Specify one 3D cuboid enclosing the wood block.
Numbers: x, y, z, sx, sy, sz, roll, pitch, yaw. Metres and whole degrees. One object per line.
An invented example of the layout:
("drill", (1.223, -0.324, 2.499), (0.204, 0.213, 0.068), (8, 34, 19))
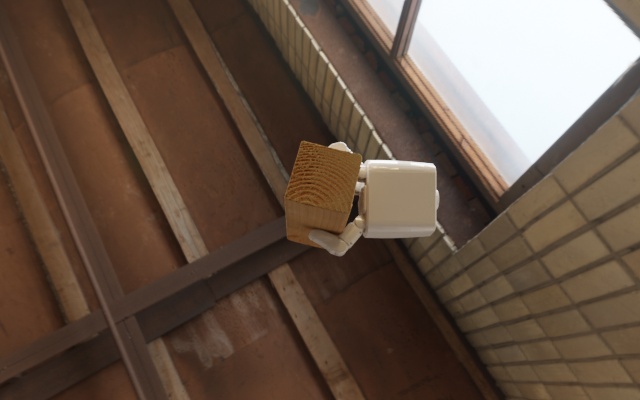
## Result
("wood block", (0.000, 0.003, 0.735), (0.090, 0.090, 0.206), (14, -20, 2))
